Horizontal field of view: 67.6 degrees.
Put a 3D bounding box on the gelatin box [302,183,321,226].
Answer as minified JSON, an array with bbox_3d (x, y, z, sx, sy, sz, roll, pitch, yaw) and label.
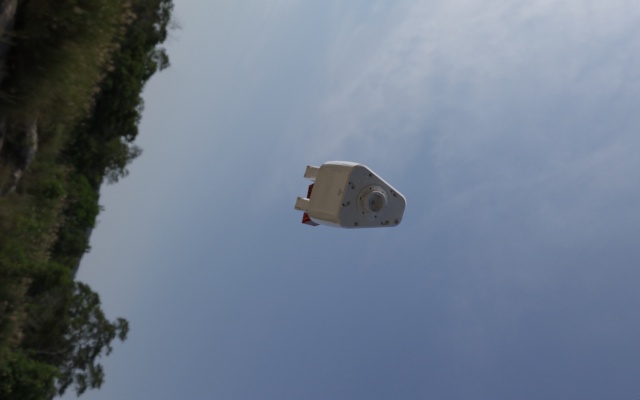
[{"bbox_3d":[0.000,0.003,0.834,0.030,0.073,0.089,15,-15,-20],"label":"gelatin box"}]
